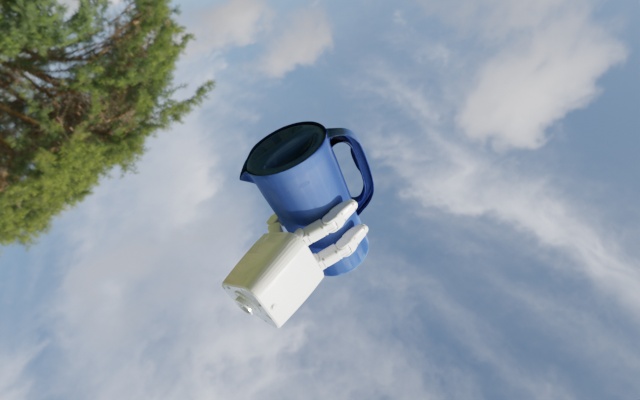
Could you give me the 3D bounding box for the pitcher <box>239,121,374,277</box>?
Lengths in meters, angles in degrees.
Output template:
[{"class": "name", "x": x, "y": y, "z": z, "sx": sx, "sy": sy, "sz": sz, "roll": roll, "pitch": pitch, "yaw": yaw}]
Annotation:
[{"class": "pitcher", "x": 0.000, "y": 0.003, "z": 0.759, "sx": 0.149, "sy": 0.243, "sz": 0.145, "roll": 11, "pitch": 50, "yaw": 43}]
